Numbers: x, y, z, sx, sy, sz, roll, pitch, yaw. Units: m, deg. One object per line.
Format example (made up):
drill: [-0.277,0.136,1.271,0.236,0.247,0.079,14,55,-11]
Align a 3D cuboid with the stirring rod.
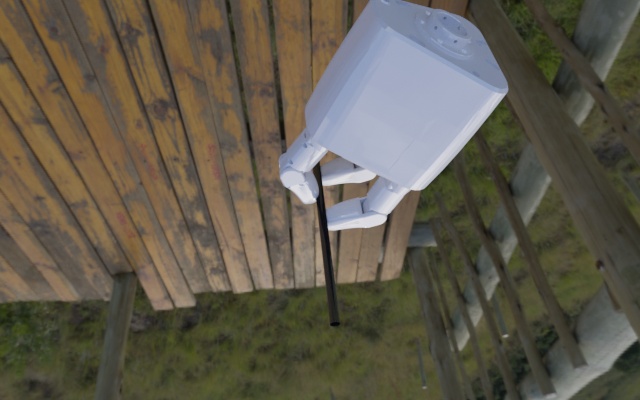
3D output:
stirring rod: [0.000,0.001,0.442,0.011,0.239,0.011,-4,-38,-3]
